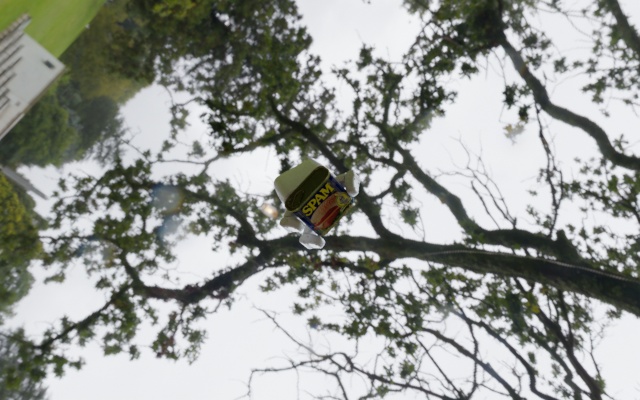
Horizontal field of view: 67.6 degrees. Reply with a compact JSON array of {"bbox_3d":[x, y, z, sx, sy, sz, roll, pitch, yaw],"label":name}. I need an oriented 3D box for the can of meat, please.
[{"bbox_3d":[0.000,0.003,0.867,0.084,0.102,0.057,44,-1,-30],"label":"can of meat"}]
